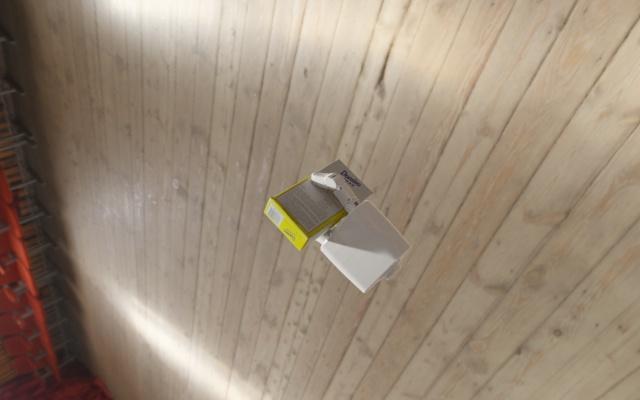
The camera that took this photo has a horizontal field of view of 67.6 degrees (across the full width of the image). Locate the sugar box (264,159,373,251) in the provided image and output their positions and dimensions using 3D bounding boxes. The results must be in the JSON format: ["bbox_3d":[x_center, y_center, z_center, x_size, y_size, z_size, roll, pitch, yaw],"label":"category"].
[{"bbox_3d":[0.000,0.003,0.812,0.176,0.093,0.048,-31,-18,-42],"label":"sugar box"}]
